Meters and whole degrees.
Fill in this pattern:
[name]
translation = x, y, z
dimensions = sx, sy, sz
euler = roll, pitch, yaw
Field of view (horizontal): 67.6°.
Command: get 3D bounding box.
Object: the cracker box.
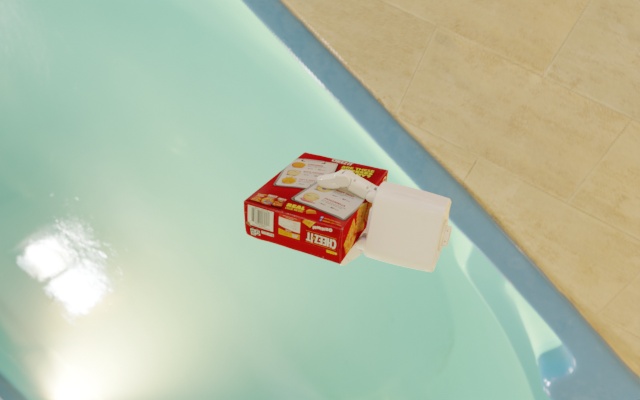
[cracker box]
translation = 0.000, 0.002, 0.782
dimensions = 0.164, 0.072, 0.213
euler = 14, 31, 20
